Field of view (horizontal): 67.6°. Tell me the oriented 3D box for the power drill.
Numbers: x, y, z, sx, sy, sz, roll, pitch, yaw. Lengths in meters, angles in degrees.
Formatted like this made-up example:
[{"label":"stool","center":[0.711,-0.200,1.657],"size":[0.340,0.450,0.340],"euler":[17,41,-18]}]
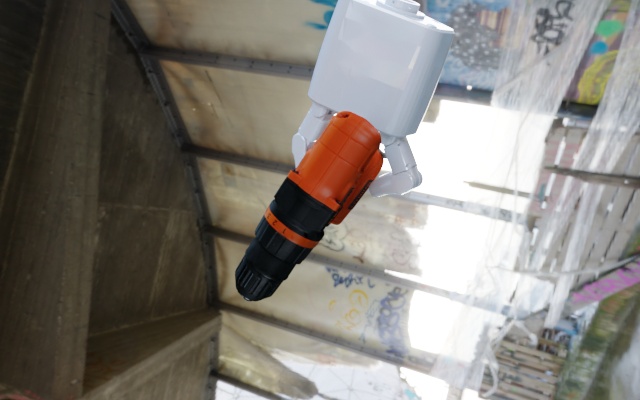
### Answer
[{"label":"power drill","center":[0.000,0.001,0.464],"size":[0.057,0.184,0.187],"euler":[37,14,4]}]
